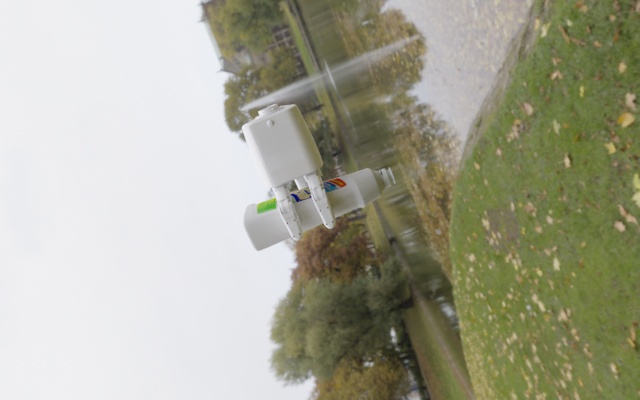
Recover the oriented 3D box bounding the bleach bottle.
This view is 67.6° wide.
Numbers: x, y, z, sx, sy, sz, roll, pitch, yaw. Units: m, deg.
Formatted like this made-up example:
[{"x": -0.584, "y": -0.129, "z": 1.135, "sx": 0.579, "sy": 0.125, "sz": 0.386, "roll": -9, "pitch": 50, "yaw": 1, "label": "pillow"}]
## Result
[{"x": 0.000, "y": 0.003, "z": 0.791, "sx": 0.251, "sy": 0.068, "sz": 0.102, "roll": -21, "pitch": 17, "yaw": 5, "label": "bleach bottle"}]
